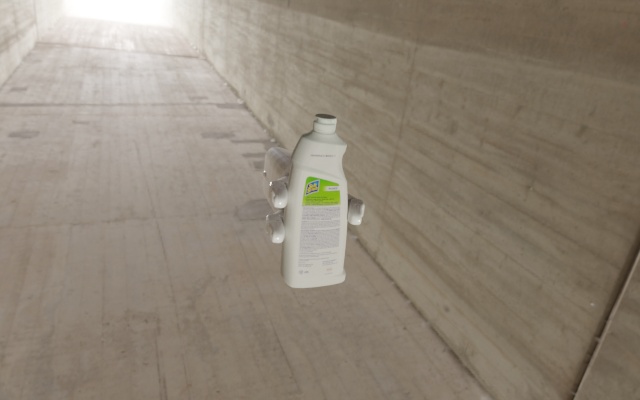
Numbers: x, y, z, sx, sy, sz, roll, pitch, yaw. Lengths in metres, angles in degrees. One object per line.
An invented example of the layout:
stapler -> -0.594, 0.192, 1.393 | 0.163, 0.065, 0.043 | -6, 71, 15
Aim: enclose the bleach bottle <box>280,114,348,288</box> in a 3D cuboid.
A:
bleach bottle -> 0.000, 0.002, 0.686 | 0.102, 0.251, 0.068 | -3, 26, -23
